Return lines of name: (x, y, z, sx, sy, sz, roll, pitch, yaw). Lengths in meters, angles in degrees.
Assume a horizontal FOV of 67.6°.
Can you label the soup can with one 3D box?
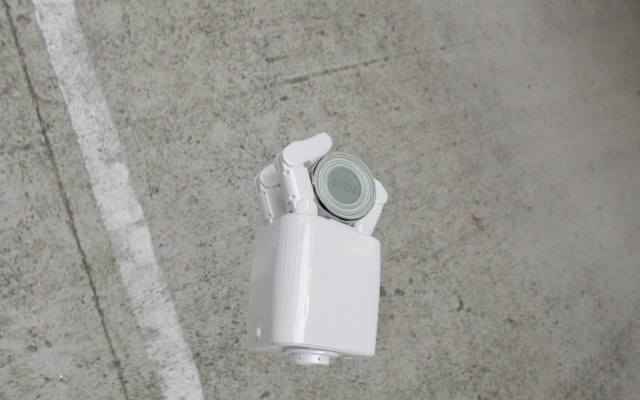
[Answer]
soup can: (0.000, 0.001, 0.470, 0.068, 0.068, 0.102, 0, -18, -28)
